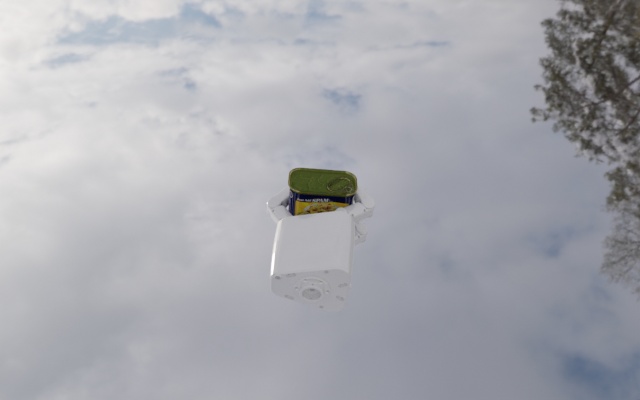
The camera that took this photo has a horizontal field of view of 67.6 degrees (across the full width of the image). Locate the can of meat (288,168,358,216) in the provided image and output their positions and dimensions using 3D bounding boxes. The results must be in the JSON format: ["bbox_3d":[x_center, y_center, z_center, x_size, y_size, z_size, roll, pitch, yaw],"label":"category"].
[{"bbox_3d":[0.000,0.003,0.724,0.102,0.084,0.057,4,40,-3],"label":"can of meat"}]
